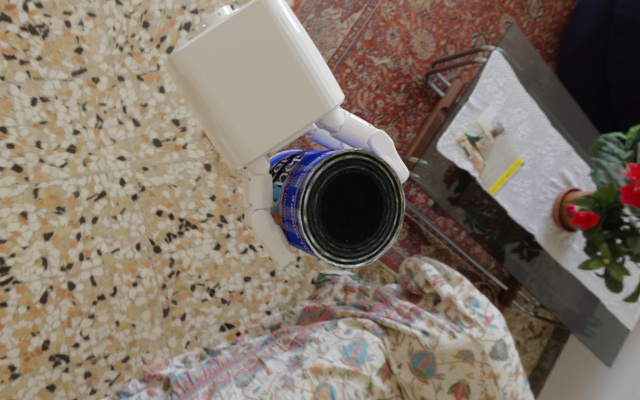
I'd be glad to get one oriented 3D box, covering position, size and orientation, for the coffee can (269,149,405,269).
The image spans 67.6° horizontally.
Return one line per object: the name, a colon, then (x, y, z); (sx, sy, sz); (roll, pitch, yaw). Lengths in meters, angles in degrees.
coffee can: (0.000, 0.002, 0.464); (0.103, 0.103, 0.140); (0, 5, -24)
